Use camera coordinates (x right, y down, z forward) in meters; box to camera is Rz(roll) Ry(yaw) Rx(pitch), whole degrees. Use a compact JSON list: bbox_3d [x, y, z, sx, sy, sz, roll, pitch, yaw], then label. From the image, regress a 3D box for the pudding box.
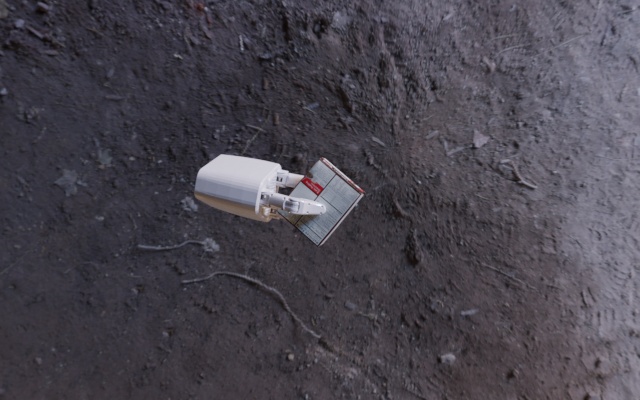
[{"bbox_3d":[0.000,0.002,0.748,0.090,0.113,0.039,41,12,5],"label":"pudding box"}]
